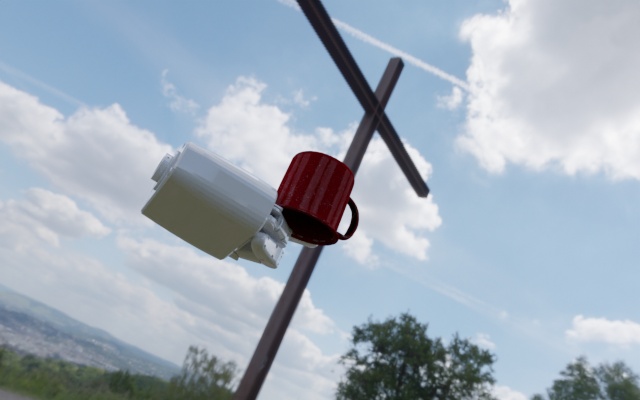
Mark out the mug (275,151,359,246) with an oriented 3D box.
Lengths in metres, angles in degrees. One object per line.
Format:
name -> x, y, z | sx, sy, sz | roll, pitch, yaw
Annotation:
mug -> 0.001, 0.002, 0.565 | 0.117, 0.081, 0.093 | 32, -26, -22
